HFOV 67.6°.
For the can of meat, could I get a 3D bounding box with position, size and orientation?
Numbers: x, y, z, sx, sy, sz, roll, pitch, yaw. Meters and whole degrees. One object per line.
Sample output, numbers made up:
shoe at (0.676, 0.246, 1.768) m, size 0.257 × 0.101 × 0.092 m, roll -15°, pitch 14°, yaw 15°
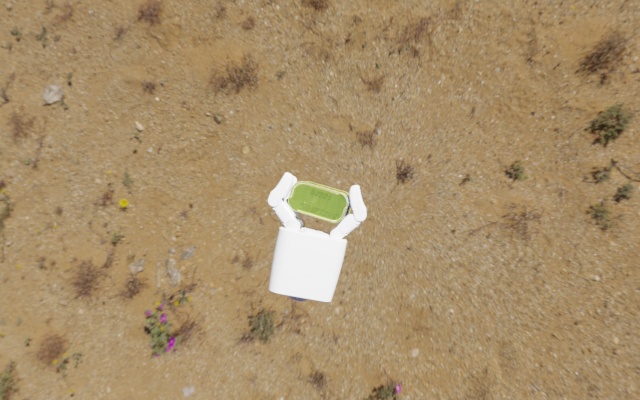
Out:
can of meat at (0.000, 0.003, 0.807) m, size 0.102 × 0.057 × 0.084 m, roll 17°, pitch 2°, yaw 6°
